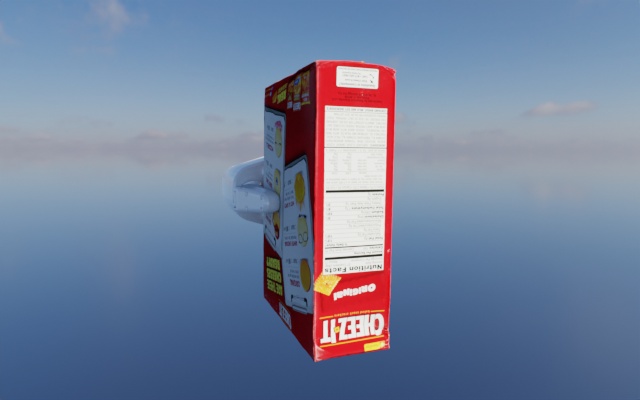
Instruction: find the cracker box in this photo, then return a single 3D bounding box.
[{"bbox_3d":[0.000,0.001,0.414,0.072,0.214,0.164,-2,7,-19],"label":"cracker box"}]
